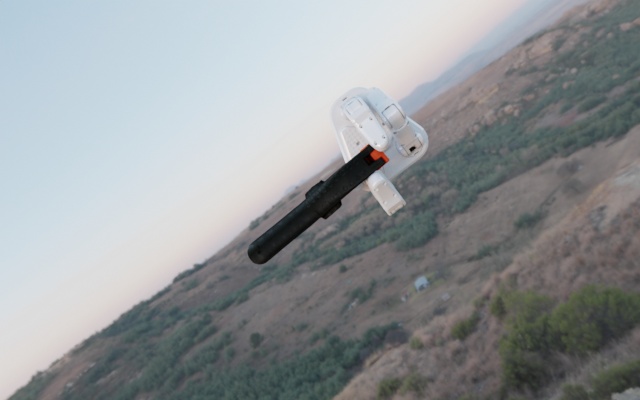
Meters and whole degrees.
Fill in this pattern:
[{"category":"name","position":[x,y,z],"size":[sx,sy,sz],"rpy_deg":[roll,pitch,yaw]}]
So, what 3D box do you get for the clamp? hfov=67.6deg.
[{"category":"clamp","position":[0.000,0.001,0.520],"size":[0.171,0.039,0.120],"rpy_deg":[-38,5,7]}]
